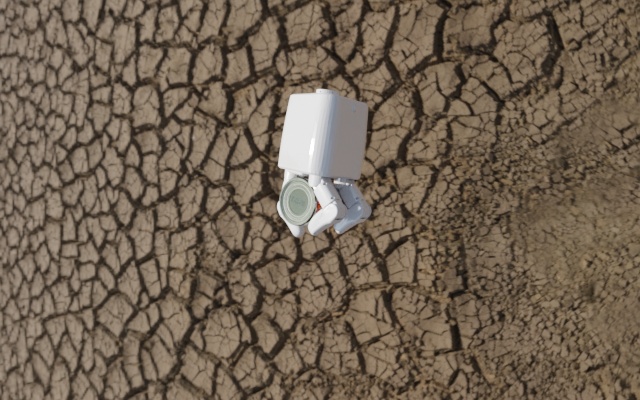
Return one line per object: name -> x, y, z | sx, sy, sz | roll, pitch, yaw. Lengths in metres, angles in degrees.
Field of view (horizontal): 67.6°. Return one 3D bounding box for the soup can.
soup can -> 0.000, 0.003, 0.678 | 0.068, 0.068, 0.102 | 0, -1, 39
